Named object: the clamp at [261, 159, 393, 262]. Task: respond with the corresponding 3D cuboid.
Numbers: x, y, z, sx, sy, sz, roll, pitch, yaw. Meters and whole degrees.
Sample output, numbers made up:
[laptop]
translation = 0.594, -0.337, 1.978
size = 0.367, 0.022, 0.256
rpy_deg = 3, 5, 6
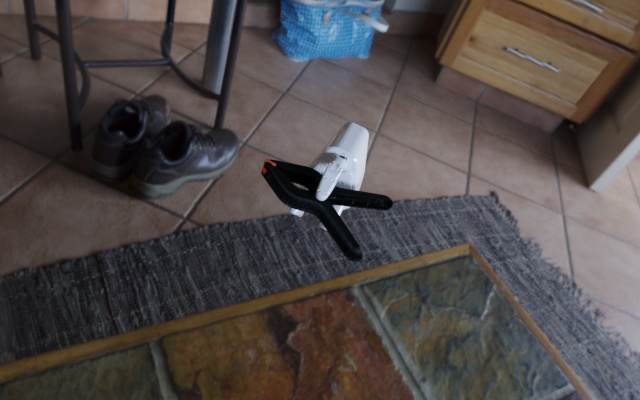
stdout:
[clamp]
translation = 0.000, 0.001, 0.716
size = 0.210, 0.036, 0.164
rpy_deg = 26, 36, 2
